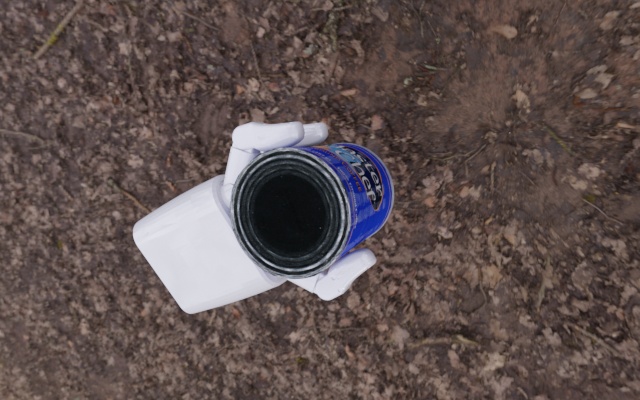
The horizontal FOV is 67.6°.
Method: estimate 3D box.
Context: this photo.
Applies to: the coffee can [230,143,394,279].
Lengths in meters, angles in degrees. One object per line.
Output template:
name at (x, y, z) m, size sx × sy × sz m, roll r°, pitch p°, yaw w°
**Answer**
coffee can at (0.000, 0.001, 0.427) m, size 0.103 × 0.103 × 0.140 m, roll 0°, pitch 8°, yaw 22°
